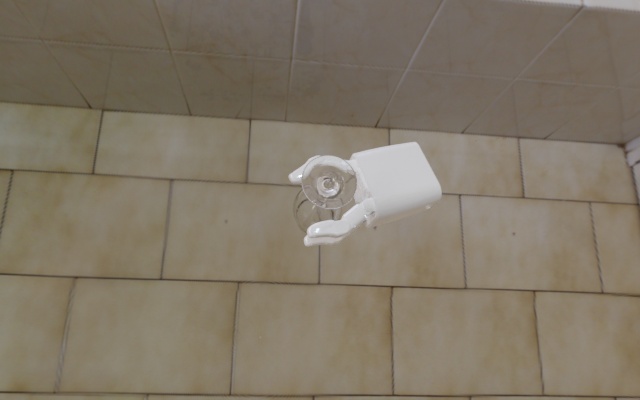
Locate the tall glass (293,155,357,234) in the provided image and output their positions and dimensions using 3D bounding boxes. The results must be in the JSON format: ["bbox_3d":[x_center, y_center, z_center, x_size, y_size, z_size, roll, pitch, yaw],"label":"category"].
[{"bbox_3d":[0.000,0.002,0.718,0.079,0.079,0.201,0,-16,-8],"label":"tall glass"}]
